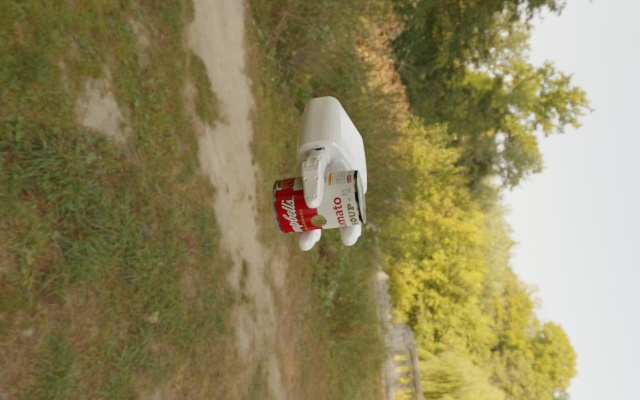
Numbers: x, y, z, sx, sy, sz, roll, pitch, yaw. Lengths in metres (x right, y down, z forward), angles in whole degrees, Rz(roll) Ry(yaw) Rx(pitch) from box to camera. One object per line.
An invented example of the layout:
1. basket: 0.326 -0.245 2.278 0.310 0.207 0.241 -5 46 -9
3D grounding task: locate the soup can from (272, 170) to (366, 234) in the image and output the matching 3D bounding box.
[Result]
1. soup can: 0.000 0.002 0.580 0.102 0.068 0.068 -7 -1 11
